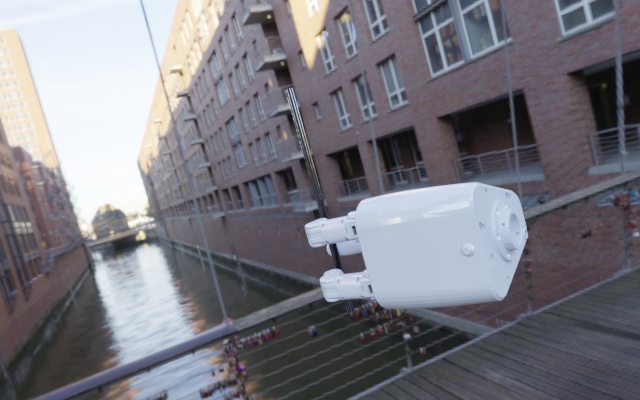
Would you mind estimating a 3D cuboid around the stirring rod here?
[{"bbox_3d":[0.000,0.002,0.497,0.011,0.239,0.011,-15,4,1],"label":"stirring rod"}]
